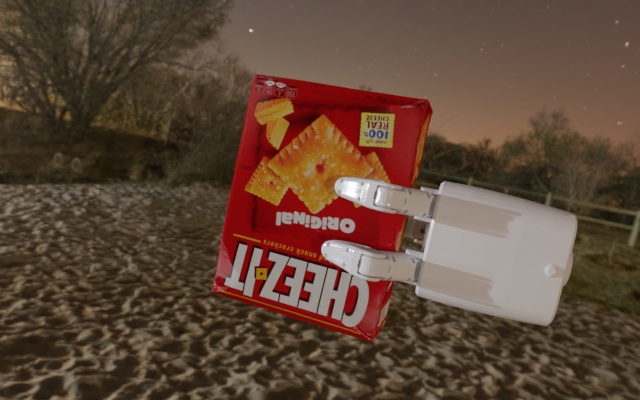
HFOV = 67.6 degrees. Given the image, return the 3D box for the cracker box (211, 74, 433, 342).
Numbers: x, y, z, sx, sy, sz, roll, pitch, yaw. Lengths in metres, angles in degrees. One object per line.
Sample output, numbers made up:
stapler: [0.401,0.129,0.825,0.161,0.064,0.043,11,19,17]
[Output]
cracker box: [0.000,0.001,0.448,0.164,0.214,0.072,13,5,16]
